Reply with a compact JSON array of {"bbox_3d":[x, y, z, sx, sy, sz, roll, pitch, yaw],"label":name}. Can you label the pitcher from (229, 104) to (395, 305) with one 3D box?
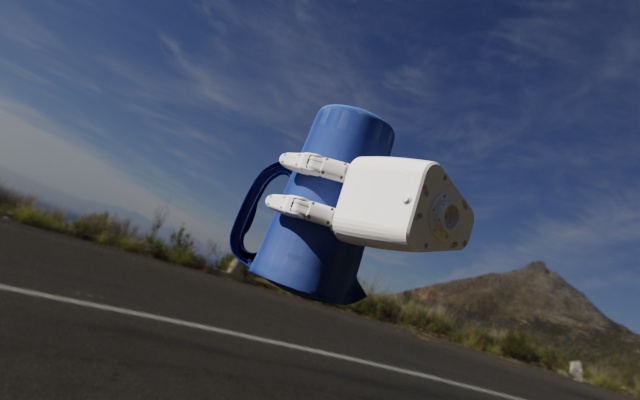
[{"bbox_3d":[0.000,0.002,0.616,0.149,0.243,0.145,27,-12,-39],"label":"pitcher"}]
